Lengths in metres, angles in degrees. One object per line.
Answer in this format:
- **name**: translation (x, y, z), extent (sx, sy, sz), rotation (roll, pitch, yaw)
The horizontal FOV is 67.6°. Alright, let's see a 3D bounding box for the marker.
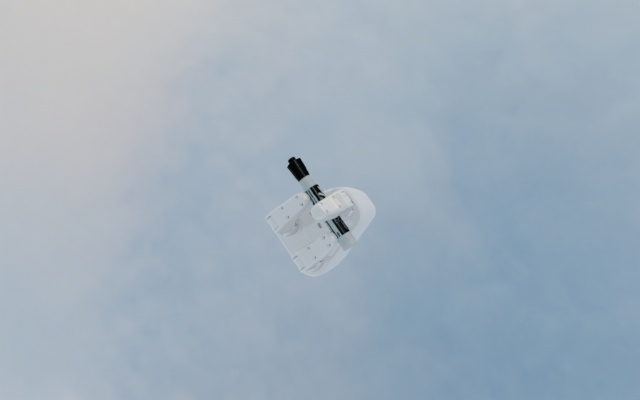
- **marker**: translation (0.000, 0.002, 0.533), extent (0.020, 0.121, 0.020), rotation (-34, -9, -6)
